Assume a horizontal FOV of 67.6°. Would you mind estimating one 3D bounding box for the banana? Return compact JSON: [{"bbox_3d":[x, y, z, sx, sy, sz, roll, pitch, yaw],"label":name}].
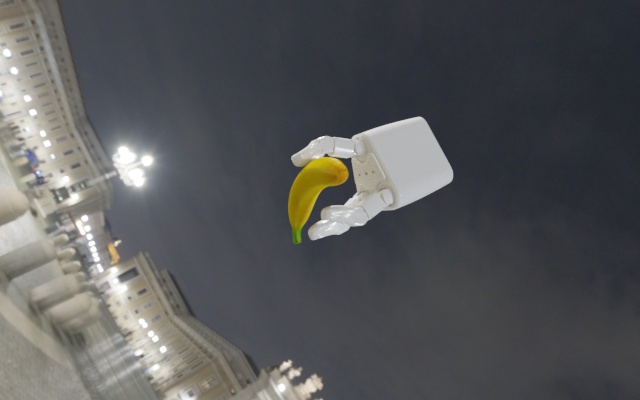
[{"bbox_3d":[-0.008,-0.013,0.620,0.037,0.069,0.198,-15,-22,-24],"label":"banana"}]
